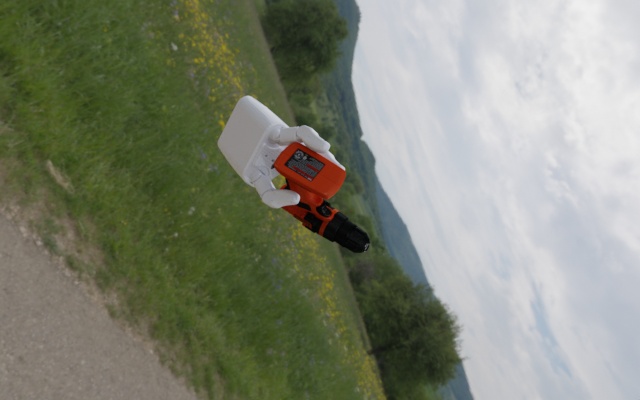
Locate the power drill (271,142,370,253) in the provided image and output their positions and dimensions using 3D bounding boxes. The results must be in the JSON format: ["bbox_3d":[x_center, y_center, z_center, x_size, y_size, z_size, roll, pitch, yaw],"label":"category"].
[{"bbox_3d":[0.000,0.002,0.752,0.184,0.057,0.188,30,-22,16],"label":"power drill"}]
